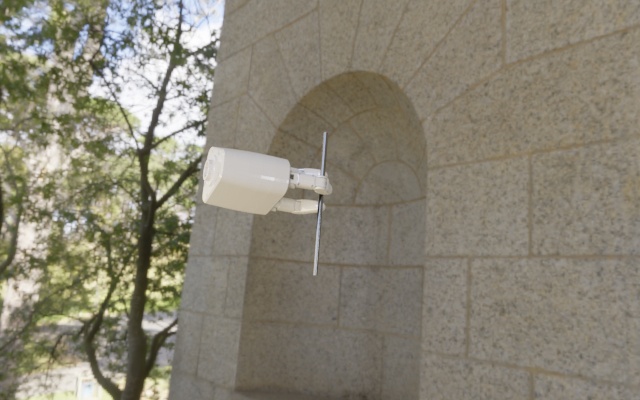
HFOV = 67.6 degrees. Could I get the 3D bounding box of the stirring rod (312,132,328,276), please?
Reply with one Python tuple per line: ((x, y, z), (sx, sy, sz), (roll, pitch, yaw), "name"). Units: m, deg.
((0.000, 0.003, 0.790), (0.011, 0.239, 0.011), (4, -11, 1), "stirring rod")
